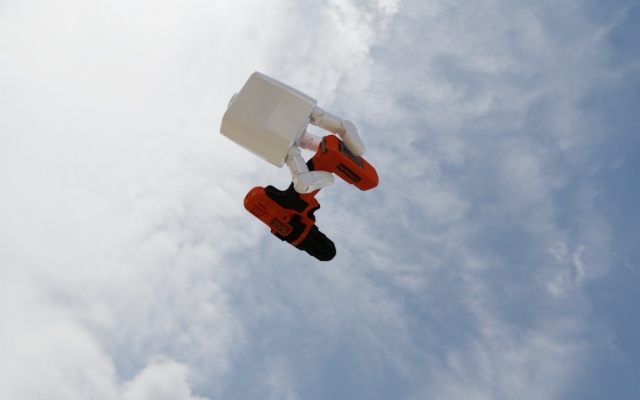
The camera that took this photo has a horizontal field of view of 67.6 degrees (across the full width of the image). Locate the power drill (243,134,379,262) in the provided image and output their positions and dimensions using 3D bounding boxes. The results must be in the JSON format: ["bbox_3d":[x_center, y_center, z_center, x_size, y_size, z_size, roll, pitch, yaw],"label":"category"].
[{"bbox_3d":[0.000,0.002,0.750,0.184,0.188,0.057,37,26,-23],"label":"power drill"}]
